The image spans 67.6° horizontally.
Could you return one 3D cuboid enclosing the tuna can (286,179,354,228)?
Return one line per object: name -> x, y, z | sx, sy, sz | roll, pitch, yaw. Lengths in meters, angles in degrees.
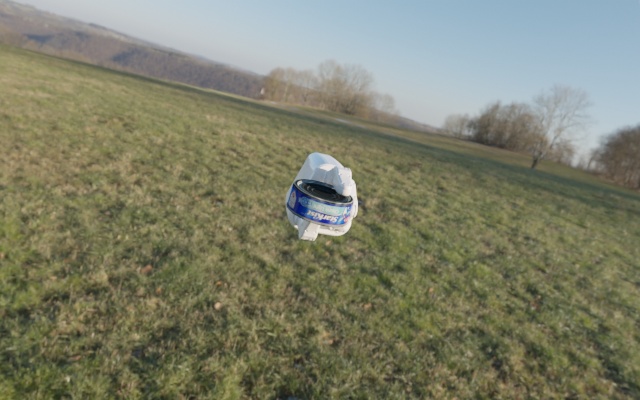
tuna can -> 0.000, 0.002, 0.634 | 0.086, 0.034, 0.086 | 16, 17, -5
